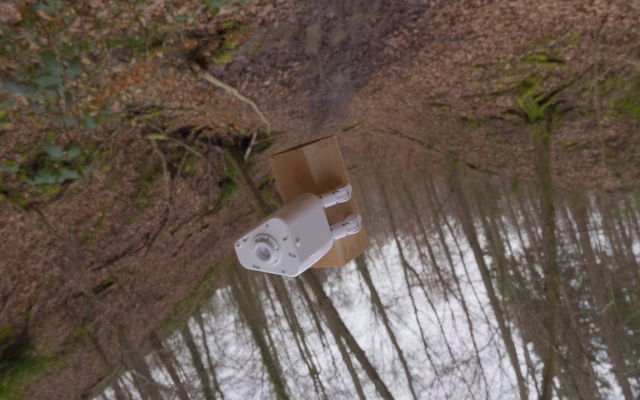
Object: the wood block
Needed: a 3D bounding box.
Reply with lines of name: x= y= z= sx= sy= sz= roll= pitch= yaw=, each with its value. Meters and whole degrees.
wood block: x=0.000 y=0.003 z=0.824 sx=0.091 sy=0.206 sz=0.090 roll=-9 pitch=13 yaw=41
